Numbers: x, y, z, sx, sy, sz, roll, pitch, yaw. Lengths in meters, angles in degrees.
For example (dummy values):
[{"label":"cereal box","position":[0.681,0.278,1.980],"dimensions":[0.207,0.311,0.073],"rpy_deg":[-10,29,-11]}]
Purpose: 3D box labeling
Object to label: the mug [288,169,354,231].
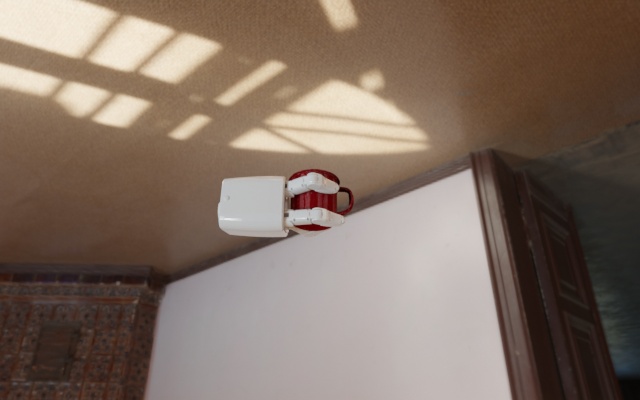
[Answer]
[{"label":"mug","position":[0.002,0.003,0.841],"dimensions":[0.117,0.081,0.093],"rpy_deg":[0,-28,0]}]
